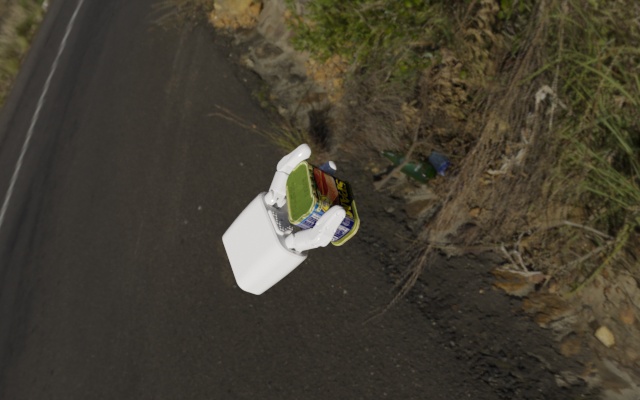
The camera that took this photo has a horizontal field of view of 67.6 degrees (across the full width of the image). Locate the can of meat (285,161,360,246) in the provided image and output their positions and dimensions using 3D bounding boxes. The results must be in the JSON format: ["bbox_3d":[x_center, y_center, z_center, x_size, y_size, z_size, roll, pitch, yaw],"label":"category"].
[{"bbox_3d":[0.000,0.002,0.671,0.084,0.102,0.057,26,-53,-34],"label":"can of meat"}]
